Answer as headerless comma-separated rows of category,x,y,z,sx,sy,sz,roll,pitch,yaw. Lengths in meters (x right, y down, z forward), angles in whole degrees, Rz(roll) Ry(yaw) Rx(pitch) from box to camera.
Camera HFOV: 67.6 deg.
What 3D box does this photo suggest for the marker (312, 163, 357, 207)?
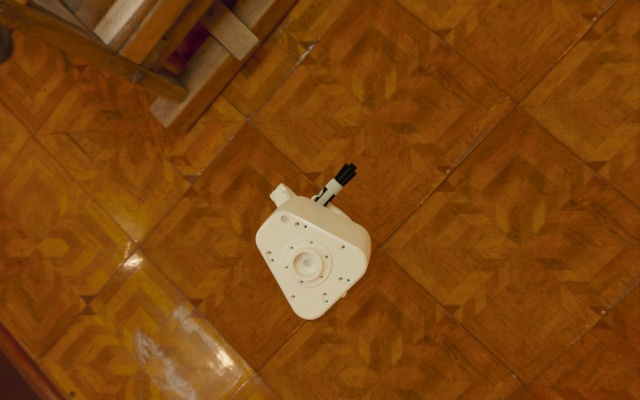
marker,0.000,0.002,0.576,0.020,0.121,0.020,42,9,-8
